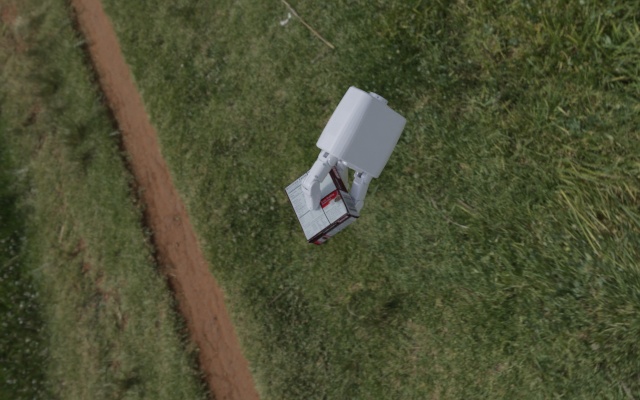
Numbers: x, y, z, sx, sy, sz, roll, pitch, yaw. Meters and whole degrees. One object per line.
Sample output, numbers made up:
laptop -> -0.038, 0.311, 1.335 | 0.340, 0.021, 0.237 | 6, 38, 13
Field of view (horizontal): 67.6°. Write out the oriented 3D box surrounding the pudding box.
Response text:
pudding box -> 0.000, 0.002, 0.784 | 0.090, 0.113, 0.039 | -36, -30, 22
